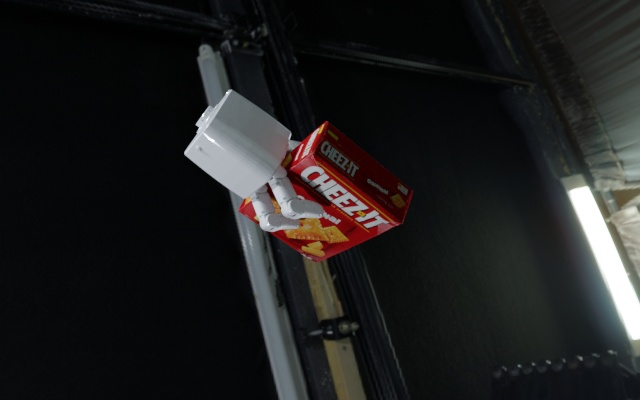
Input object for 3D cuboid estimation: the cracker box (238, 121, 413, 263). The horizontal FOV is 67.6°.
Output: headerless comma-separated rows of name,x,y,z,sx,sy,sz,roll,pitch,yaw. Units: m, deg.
cracker box,0.000,0.002,0.709,0.164,0.072,0.214,36,-38,-18
